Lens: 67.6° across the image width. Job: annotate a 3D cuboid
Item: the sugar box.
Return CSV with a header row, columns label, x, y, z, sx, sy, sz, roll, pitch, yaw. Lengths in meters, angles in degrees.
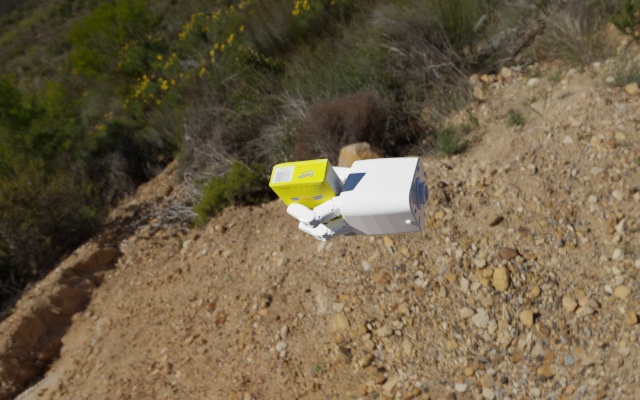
label,x,y,z,sx,sy,sz,roll,pitch,yaw
sugar box,0.000,0.003,0.770,0.093,0.048,0.176,-4,-34,25
